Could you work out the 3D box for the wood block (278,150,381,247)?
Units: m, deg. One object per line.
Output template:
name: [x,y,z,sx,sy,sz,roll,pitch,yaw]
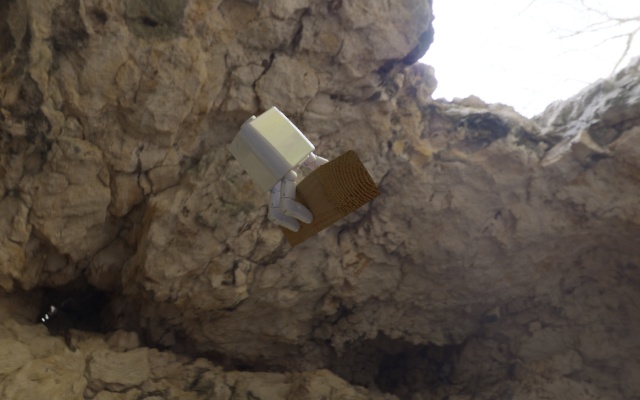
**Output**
wood block: [0.000,0.002,0.841,0.091,0.090,0.206,-31,-2,-32]
